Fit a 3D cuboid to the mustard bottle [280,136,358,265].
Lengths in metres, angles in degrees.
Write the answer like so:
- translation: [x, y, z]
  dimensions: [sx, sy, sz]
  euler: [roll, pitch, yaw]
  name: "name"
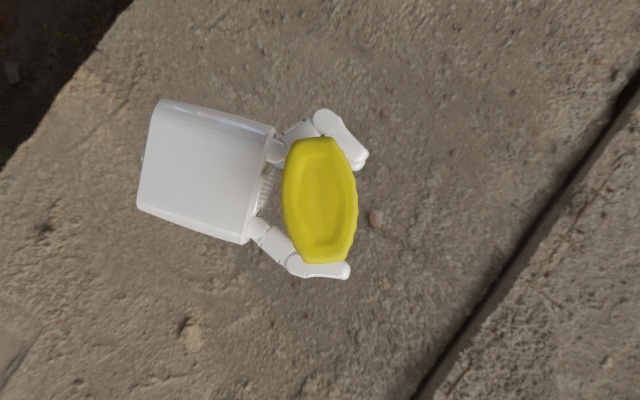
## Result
- translation: [0.000, 0.001, 0.443]
  dimensions: [0.058, 0.096, 0.191]
  euler: [-7, -1, 1]
  name: "mustard bottle"
